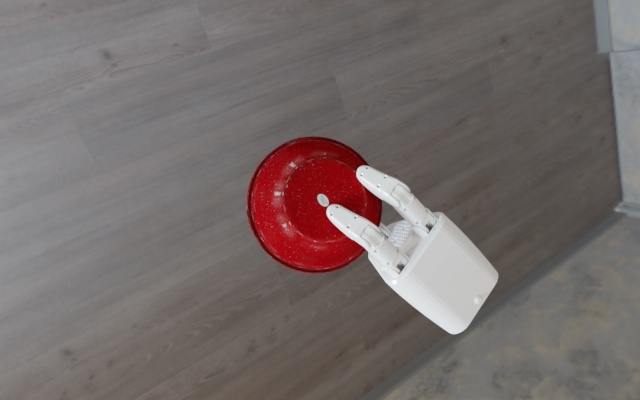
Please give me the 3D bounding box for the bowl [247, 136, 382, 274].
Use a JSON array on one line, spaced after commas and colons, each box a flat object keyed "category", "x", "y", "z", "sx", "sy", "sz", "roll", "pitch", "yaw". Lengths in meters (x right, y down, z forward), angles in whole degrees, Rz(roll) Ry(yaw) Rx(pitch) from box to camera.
[{"category": "bowl", "x": -0.001, "y": 0.001, "z": 0.534, "sx": 0.162, "sy": 0.162, "sz": 0.055, "roll": 0, "pitch": -6, "yaw": -11}]
